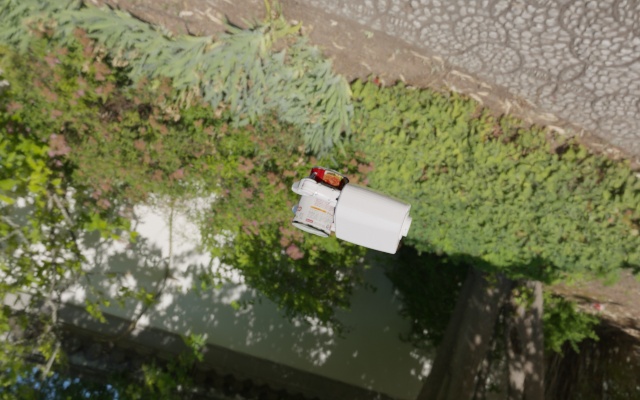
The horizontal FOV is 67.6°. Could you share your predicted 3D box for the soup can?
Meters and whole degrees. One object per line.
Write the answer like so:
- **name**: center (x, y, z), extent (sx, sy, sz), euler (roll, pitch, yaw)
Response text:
- **soup can**: center (0.000, 0.003, 0.801), extent (0.068, 0.102, 0.068), euler (19, -11, 4)
